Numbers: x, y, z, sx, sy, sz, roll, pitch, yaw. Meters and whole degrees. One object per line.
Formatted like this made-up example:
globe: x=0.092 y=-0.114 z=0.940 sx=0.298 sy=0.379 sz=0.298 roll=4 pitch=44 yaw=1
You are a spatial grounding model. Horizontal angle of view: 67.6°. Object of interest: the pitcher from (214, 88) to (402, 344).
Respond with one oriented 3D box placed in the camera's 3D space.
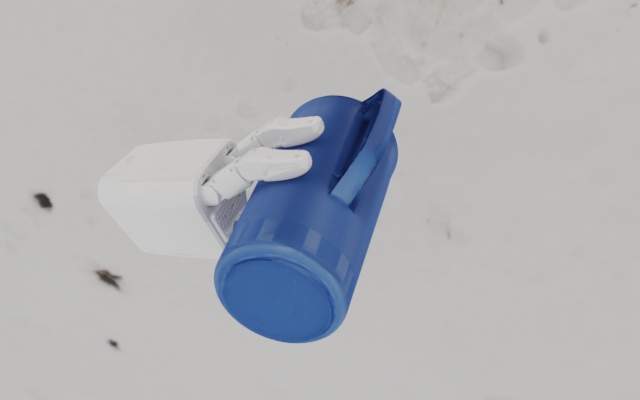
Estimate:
pitcher: x=0.000 y=0.002 z=0.448 sx=0.145 sy=0.149 sz=0.242 roll=0 pitch=35 yaw=16
